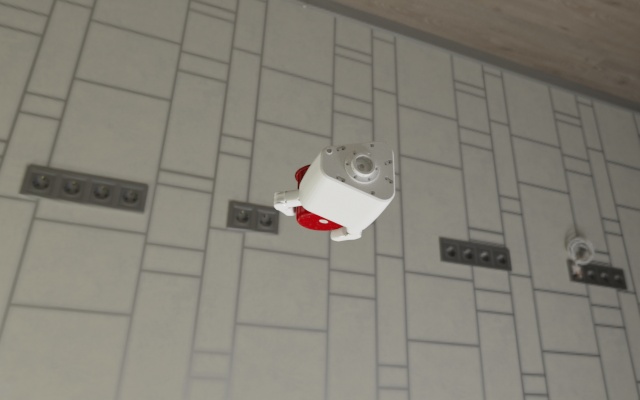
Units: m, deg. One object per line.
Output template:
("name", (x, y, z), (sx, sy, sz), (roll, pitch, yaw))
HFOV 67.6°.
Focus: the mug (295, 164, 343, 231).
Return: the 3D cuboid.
("mug", (0.000, 0.003, 0.773), (0.093, 0.081, 0.117), (8, -25, -14))
